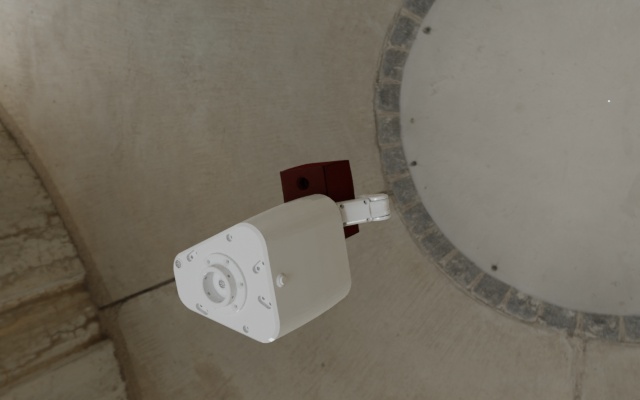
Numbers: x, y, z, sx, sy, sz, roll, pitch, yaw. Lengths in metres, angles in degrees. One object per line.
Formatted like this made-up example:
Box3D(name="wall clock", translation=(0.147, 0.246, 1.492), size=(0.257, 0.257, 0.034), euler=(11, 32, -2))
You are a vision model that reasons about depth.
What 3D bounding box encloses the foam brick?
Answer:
Box3D(name="foam brick", translation=(0.000, 0.001, 0.475), size=(0.053, 0.078, 0.051), euler=(-5, 7, 35))
